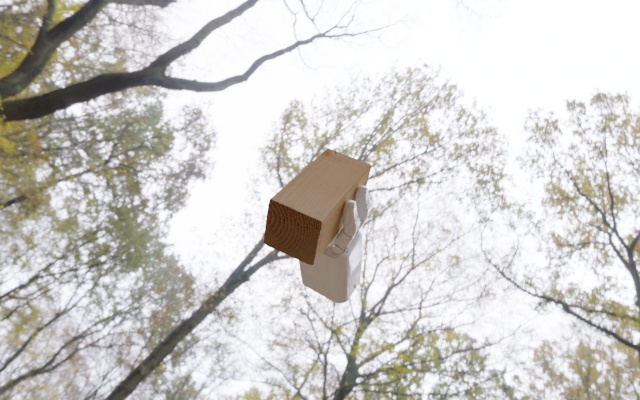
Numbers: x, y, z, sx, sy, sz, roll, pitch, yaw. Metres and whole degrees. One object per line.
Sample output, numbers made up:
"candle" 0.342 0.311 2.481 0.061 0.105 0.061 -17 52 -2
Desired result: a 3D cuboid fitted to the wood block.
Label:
"wood block" 0.000 0.003 0.795 0.091 0.090 0.206 22 35 16
